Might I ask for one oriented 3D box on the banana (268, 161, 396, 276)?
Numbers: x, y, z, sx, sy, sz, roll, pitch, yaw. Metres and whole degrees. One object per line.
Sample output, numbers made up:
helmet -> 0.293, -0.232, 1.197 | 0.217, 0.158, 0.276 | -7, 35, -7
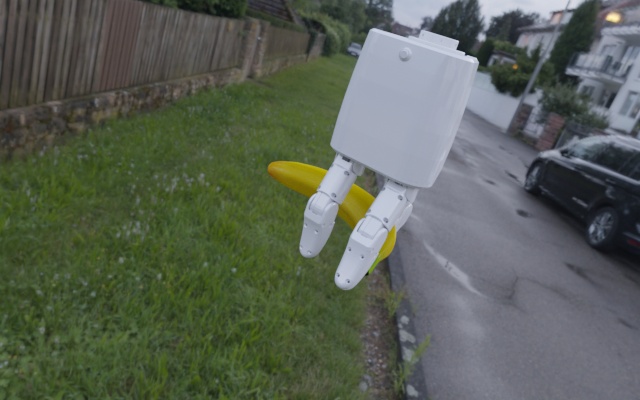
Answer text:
banana -> 0.017, 0.002, 0.483 | 0.069, 0.037, 0.197 | -3, 30, -34
